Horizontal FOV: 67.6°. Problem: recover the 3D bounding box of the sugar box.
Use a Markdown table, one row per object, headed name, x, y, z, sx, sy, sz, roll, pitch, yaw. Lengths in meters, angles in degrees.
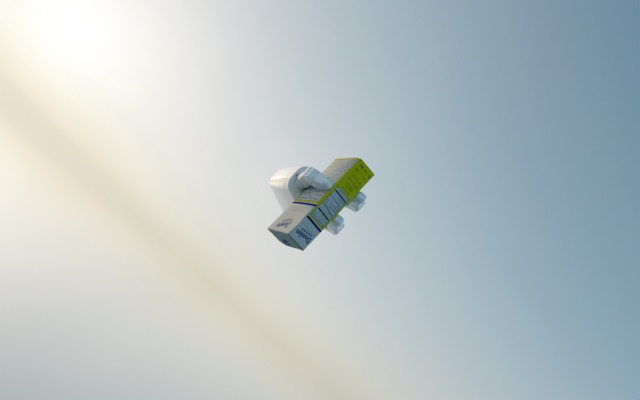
| name | x | y | z | sx | sy | sz | roll | pitch | yaw |
| --- | --- | --- | --- | --- | --- | --- | --- | --- | --- |
| sugar box | 0.000 | 0.003 | 0.786 | 0.048 | 0.176 | 0.093 | 48 | -17 | -21 |
